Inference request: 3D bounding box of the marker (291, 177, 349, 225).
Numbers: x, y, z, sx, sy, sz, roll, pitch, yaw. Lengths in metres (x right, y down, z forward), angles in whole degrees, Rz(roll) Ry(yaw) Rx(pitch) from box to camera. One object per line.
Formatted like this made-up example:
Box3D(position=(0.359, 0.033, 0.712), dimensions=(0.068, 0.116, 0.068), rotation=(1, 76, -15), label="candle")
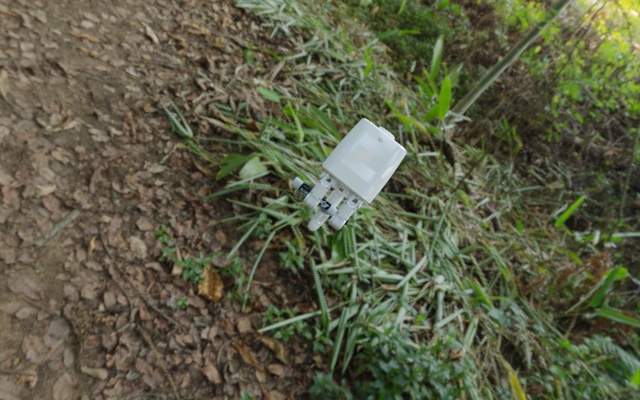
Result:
Box3D(position=(0.000, 0.003, 0.846), dimensions=(0.121, 0.020, 0.020), rotation=(38, 0, 1), label="marker")
